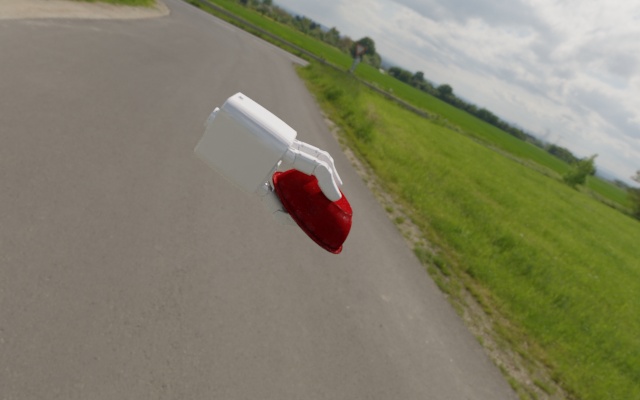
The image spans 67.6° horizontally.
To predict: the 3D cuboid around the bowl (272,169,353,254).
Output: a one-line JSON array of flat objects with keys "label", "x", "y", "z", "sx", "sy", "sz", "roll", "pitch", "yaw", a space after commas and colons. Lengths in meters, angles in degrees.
[{"label": "bowl", "x": 0.001, "y": 0.003, "z": 0.737, "sx": 0.055, "sy": 0.162, "sz": 0.162, "roll": -39, "pitch": -11, "yaw": 14}]
